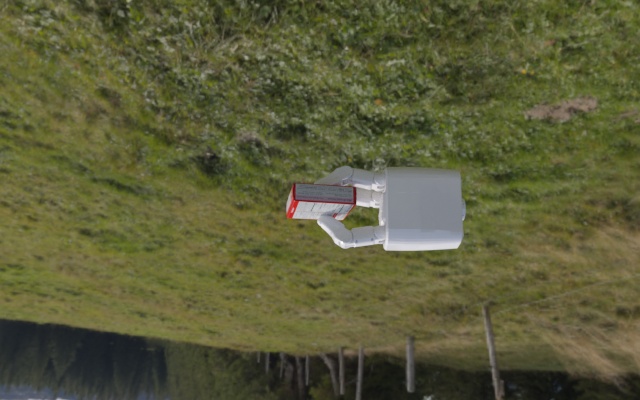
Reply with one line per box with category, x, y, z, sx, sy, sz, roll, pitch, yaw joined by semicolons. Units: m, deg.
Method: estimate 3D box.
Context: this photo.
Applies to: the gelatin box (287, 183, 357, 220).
gelatin box;0.000;0.003;0.676;0.089;0.030;0.073;2;-21;-11
